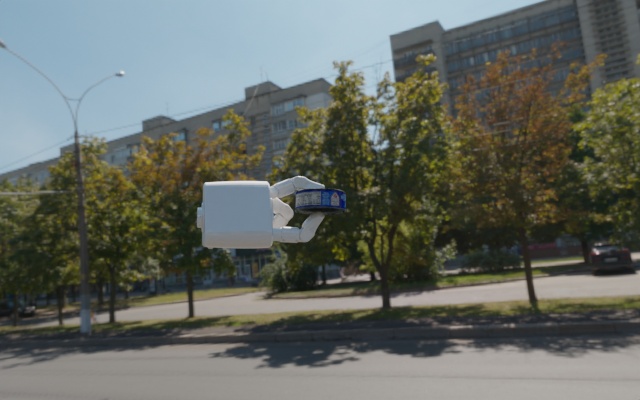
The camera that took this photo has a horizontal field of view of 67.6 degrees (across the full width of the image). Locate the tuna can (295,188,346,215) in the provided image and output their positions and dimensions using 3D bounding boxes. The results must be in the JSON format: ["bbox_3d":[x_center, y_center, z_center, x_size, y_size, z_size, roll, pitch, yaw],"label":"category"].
[{"bbox_3d":[0.000,0.002,0.802,0.086,0.033,0.086,1,-9,0],"label":"tuna can"}]
